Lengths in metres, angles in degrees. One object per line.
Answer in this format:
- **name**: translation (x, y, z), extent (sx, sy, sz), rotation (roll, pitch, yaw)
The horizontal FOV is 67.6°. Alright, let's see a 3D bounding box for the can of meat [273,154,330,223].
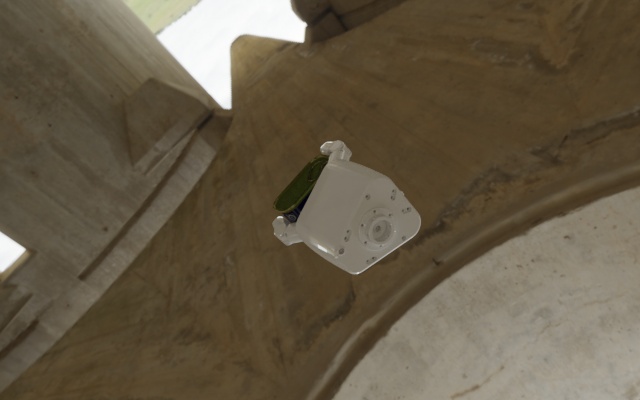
- **can of meat**: translation (0.000, 0.002, 0.661), extent (0.084, 0.102, 0.057), rotation (46, -12, -26)
